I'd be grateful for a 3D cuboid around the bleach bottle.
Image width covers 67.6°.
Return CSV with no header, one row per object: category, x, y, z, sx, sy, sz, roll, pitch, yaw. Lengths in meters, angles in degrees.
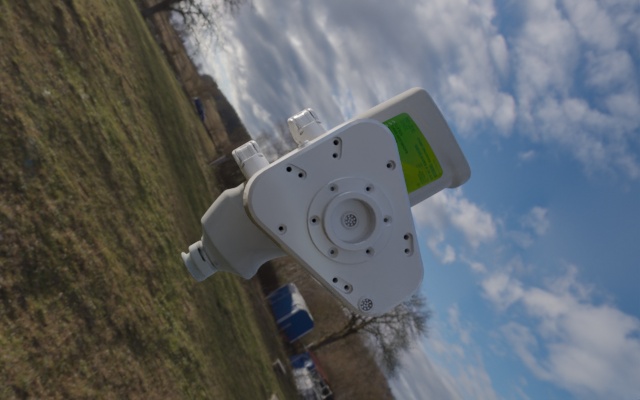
bleach bottle,0.000,0.001,0.423,0.251,0.102,0.068,-31,4,-6
